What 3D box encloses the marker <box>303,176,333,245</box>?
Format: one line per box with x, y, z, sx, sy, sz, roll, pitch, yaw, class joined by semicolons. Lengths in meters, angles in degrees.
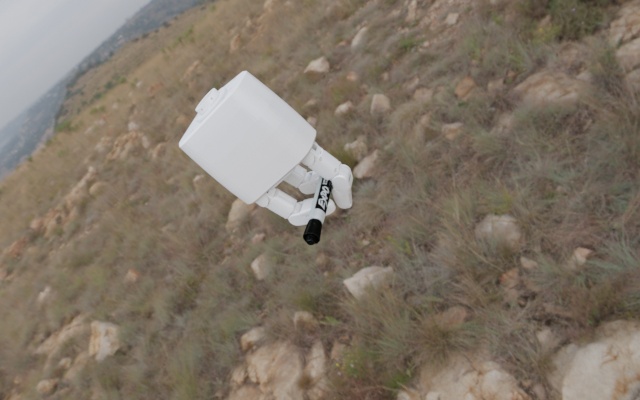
0.000;0.002;0.541;0.020;0.121;0.020;8;-44;7;marker
